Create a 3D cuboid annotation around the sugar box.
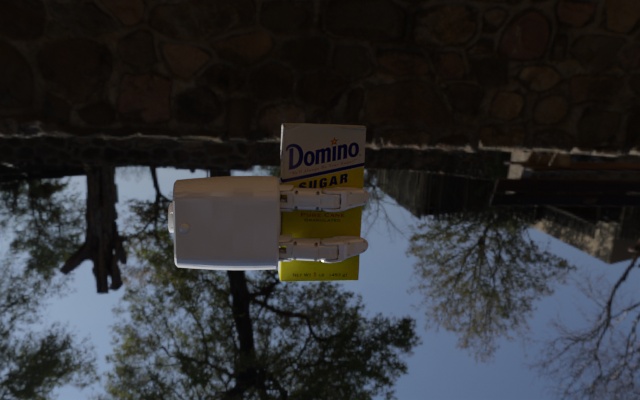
[{"bbox_3d":[0.000,0.002,0.543,0.093,0.176,0.048,0,11,-9],"label":"sugar box"}]
